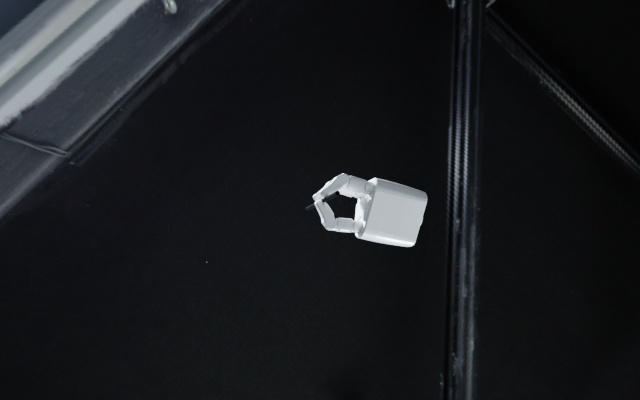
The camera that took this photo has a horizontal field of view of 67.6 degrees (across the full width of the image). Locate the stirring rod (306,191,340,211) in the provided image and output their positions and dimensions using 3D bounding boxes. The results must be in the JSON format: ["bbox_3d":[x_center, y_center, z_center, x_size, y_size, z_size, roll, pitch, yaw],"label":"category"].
[{"bbox_3d":[0.000,0.003,0.891,0.011,0.011,0.239,0,-7,-13],"label":"stirring rod"}]
